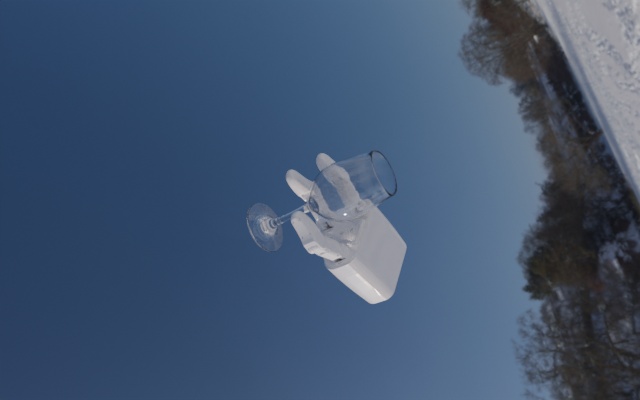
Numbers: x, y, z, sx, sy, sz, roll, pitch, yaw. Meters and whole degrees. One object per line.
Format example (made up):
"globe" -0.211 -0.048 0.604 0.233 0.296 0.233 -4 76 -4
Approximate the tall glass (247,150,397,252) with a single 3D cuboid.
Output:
"tall glass" -0.001 0.002 0.637 0.201 0.079 0.079 -25 -13 29
